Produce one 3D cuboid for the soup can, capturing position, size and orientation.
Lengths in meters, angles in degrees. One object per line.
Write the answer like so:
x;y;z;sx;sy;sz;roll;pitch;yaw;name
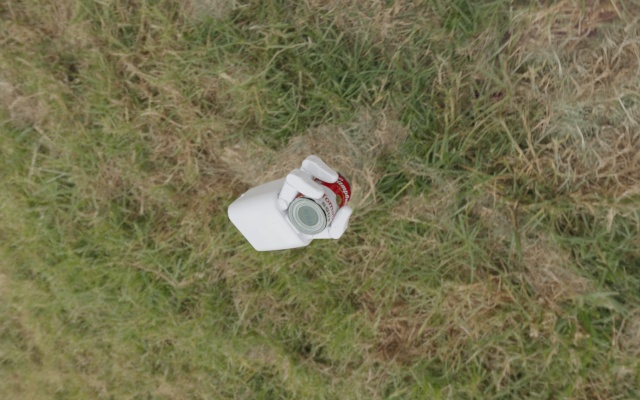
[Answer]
0.000;0.003;0.770;0.068;0.068;0.102;0;27;28;soup can
